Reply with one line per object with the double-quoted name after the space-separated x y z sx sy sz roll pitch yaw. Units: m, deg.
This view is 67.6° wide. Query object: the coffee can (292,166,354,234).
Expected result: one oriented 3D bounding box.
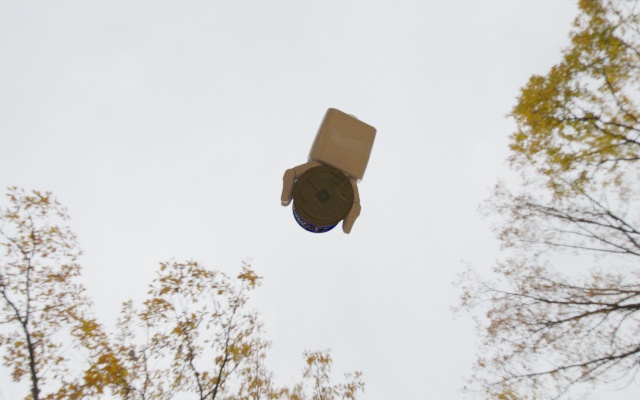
0.000 0.003 0.857 0.103 0.103 0.140 0 -9 -4 "coffee can"
